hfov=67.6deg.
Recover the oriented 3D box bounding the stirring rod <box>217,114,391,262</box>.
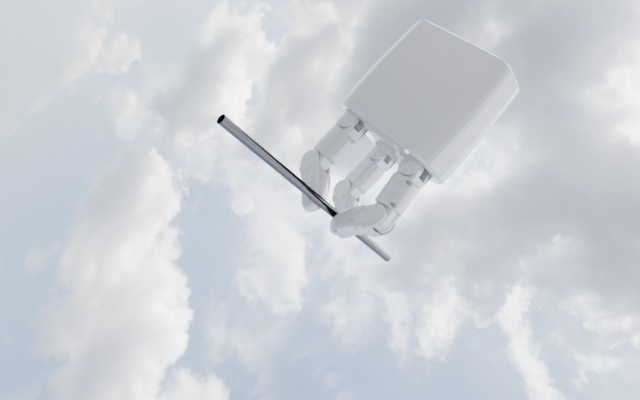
[{"bbox_3d":[0.000,0.001,0.410,0.011,0.011,0.240,0,-29,41],"label":"stirring rod"}]
